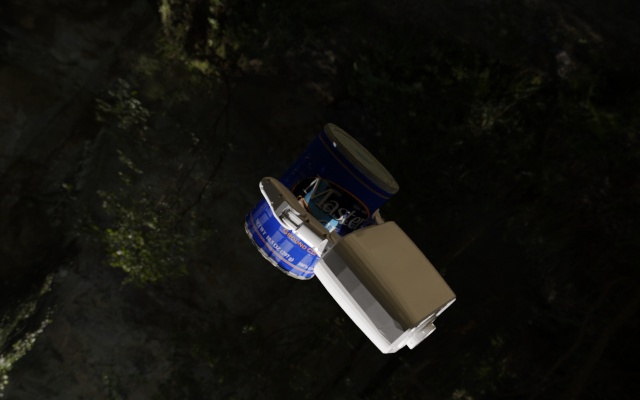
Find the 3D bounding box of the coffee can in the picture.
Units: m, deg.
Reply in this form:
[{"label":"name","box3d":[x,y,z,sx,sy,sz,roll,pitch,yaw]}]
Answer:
[{"label":"coffee can","box3d":[0.000,0.001,0.522,0.103,0.140,0.102,39,16,-14]}]
